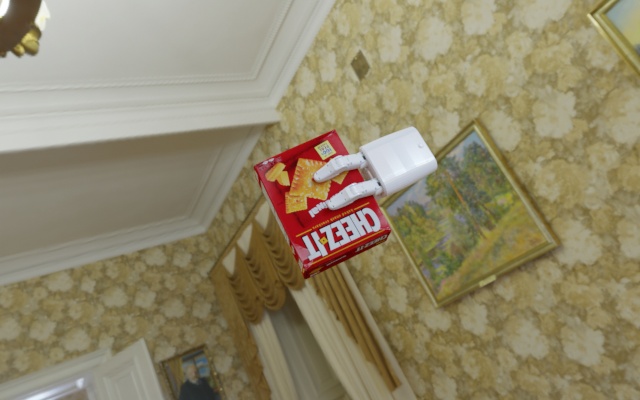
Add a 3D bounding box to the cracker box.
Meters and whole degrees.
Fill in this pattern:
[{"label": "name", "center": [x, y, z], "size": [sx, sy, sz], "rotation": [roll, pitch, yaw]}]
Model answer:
[{"label": "cracker box", "center": [0.000, 0.003, 0.834], "size": [0.164, 0.213, 0.072], "rotation": [-24, -19, -10]}]
